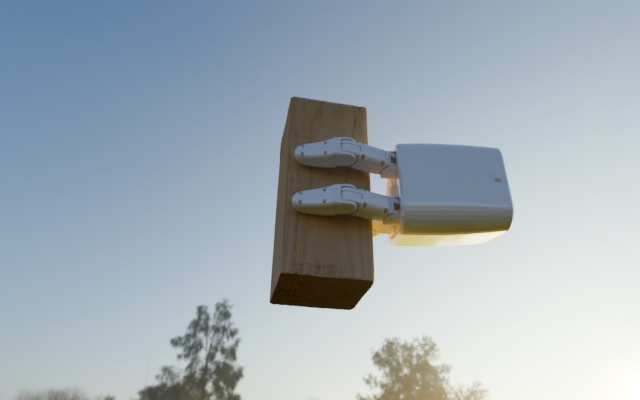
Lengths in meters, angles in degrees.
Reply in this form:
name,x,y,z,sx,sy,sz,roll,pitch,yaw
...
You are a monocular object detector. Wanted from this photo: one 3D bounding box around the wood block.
name,x,y,z,sx,sy,sz,roll,pitch,yaw
wood block,0.000,0.002,0.512,0.090,0.206,0.091,6,-31,-9
